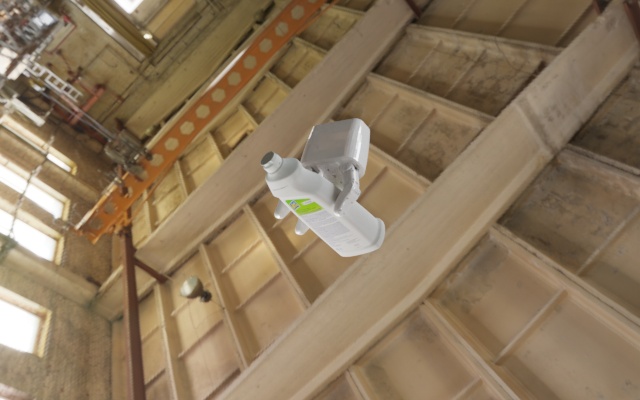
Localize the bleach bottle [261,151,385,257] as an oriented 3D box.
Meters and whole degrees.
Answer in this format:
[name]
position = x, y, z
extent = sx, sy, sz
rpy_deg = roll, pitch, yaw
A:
[bleach bottle]
position = 0.000, 0.003, 0.810
extent = 0.102, 0.068, 0.251
rpy_deg = -20, -48, 35
